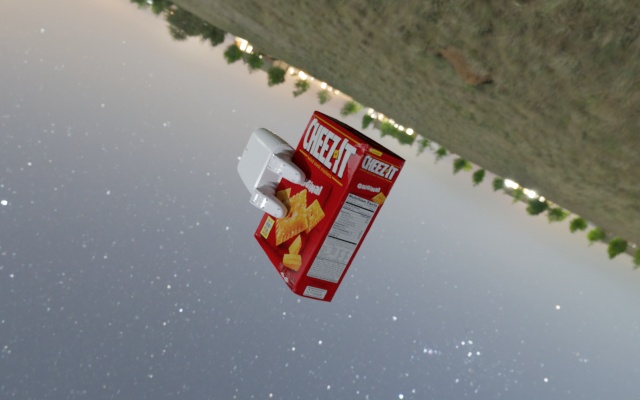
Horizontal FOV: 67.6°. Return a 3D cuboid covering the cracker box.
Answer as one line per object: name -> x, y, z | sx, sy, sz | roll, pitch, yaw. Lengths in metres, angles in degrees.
cracker box -> 0.000, 0.002, 0.654 | 0.072, 0.214, 0.164 | 18, 15, -33
